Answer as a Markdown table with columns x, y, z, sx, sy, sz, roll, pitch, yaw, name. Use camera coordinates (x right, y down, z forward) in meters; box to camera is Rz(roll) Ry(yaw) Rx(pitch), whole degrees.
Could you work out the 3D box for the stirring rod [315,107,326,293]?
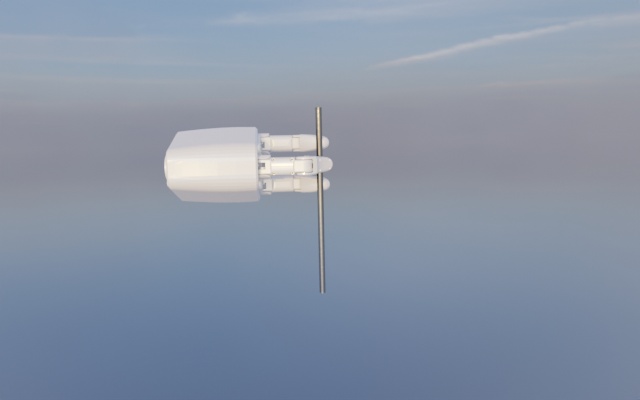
| x | y | z | sx | sy | sz | roll | pitch | yaw | name |
| --- | --- | --- | --- | --- | --- | --- | --- | --- | --- |
| 0.000 | 0.002 | 0.617 | 0.011 | 0.239 | 0.011 | -1 | 7 | 0 | stirring rod |
